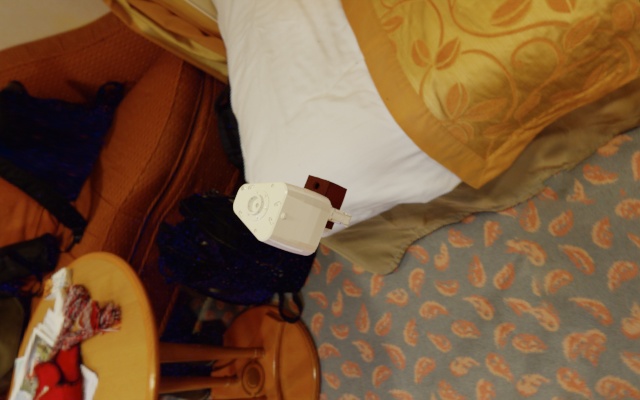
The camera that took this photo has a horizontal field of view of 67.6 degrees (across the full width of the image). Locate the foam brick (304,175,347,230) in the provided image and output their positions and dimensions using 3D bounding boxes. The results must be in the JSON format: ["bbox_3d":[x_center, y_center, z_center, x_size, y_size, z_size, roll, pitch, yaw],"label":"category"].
[{"bbox_3d":[0.000,0.002,0.810,0.053,0.078,0.051,20,-2,42],"label":"foam brick"}]
